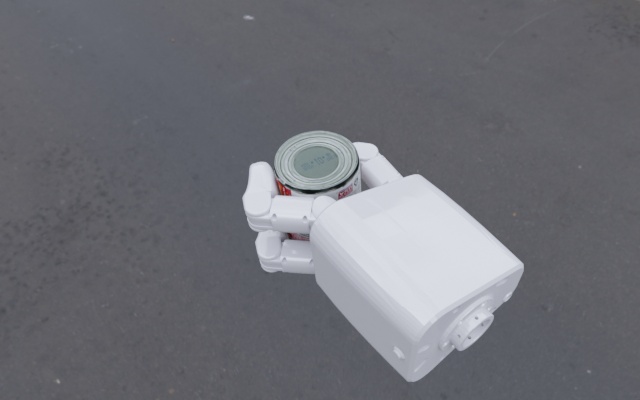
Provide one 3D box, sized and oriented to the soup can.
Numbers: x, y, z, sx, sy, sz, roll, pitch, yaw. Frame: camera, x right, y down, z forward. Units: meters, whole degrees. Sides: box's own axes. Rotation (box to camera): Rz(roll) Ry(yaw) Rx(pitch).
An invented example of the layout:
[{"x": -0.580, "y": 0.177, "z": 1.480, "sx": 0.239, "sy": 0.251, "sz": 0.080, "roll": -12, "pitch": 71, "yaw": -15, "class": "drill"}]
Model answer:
[{"x": 0.000, "y": 0.001, "z": 0.402, "sx": 0.068, "sy": 0.068, "sz": 0.102, "roll": 0, "pitch": -41, "yaw": 6, "class": "soup can"}]
